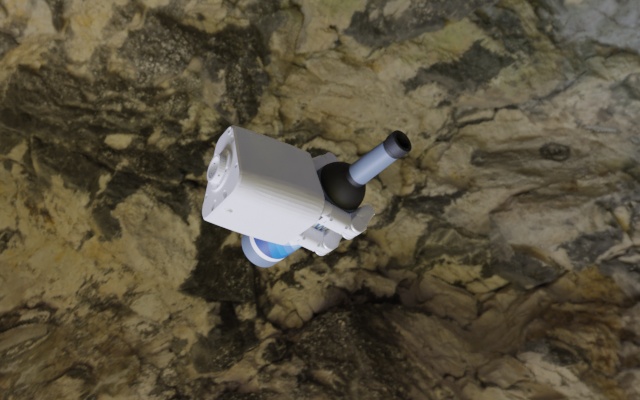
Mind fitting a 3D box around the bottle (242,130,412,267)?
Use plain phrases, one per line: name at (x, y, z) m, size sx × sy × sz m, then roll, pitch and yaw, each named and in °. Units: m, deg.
bottle at (0.000, 0.002, 0.606) m, size 0.069 × 0.069 × 0.296 m, roll 0°, pitch -27°, yaw -42°
